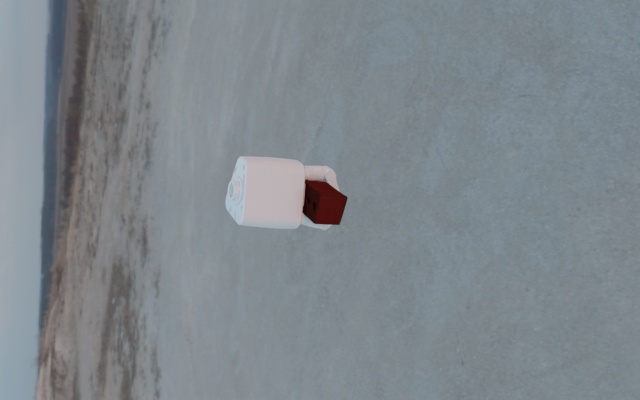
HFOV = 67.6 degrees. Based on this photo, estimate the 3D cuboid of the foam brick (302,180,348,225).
[{"bbox_3d":[0.000,0.003,0.808,0.051,0.053,0.078,4,19,-30],"label":"foam brick"}]
